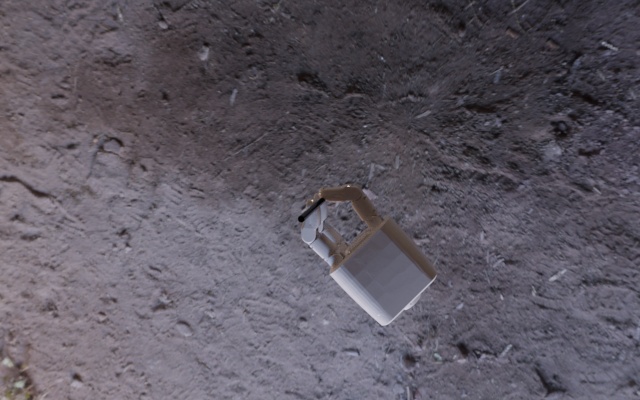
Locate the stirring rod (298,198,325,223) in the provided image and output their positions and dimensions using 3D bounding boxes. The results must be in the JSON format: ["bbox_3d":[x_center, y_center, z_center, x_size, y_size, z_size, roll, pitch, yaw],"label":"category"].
[{"bbox_3d":[0.000,0.002,0.655,0.011,0.011,0.239,0,9,11],"label":"stirring rod"}]
